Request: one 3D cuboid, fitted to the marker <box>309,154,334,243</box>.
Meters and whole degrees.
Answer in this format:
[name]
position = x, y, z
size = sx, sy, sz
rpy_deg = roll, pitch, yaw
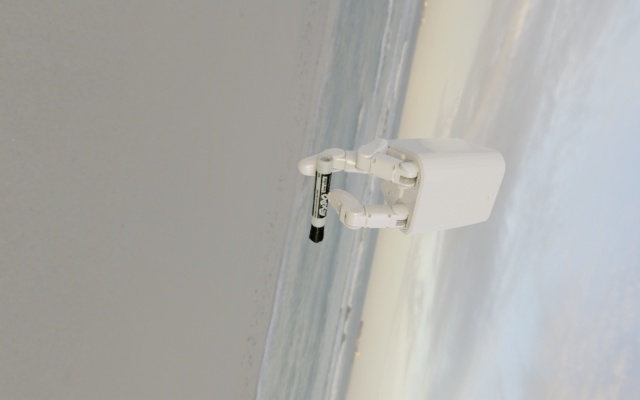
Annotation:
[marker]
position = 0.000, 0.002, 0.563
size = 0.020, 0.121, 0.020
rpy_deg = 4, 35, -3
